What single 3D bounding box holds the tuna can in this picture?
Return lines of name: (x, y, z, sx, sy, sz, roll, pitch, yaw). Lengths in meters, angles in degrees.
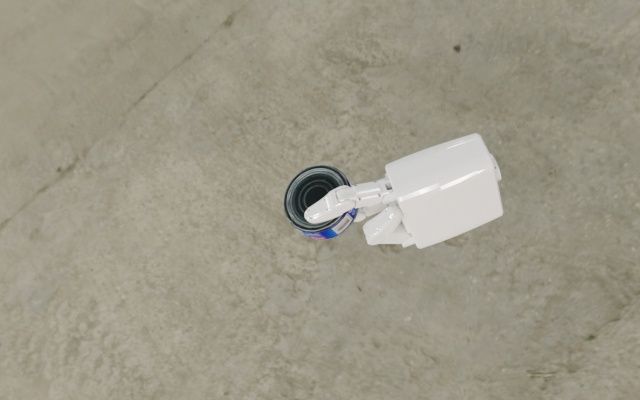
tuna can: (0.000, 0.002, 0.563, 0.086, 0.086, 0.034, 0, -20, 22)
